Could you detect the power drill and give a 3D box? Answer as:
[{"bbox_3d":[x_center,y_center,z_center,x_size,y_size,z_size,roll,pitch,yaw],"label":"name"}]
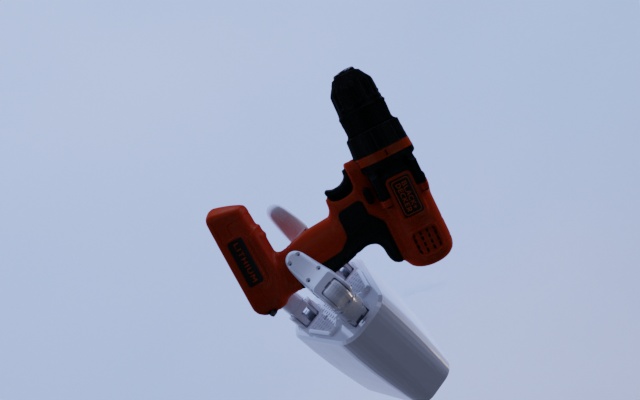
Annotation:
[{"bbox_3d":[0.000,0.002,0.418,0.187,0.184,0.057,-27,3,4],"label":"power drill"}]
